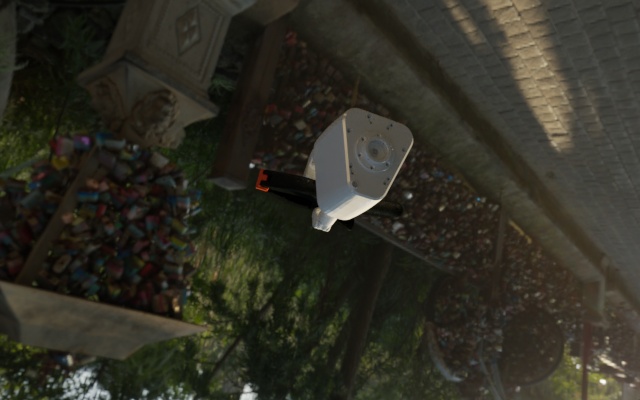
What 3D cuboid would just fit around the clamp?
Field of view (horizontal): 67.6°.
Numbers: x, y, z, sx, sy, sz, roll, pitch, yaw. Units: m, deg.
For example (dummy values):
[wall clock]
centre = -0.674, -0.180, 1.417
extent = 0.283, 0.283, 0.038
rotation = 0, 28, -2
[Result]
[clamp]
centre = 0.000, 0.003, 0.738
extent = 0.210, 0.036, 0.164
rotation = 17, -17, -14
